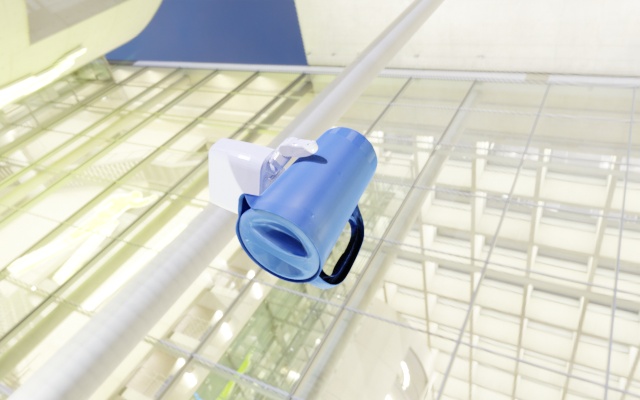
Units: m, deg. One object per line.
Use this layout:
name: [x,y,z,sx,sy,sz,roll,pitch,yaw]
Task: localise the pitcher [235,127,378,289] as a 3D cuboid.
pitcher: [0.000,0.002,0.712,0.145,0.149,0.242,16,45,23]
